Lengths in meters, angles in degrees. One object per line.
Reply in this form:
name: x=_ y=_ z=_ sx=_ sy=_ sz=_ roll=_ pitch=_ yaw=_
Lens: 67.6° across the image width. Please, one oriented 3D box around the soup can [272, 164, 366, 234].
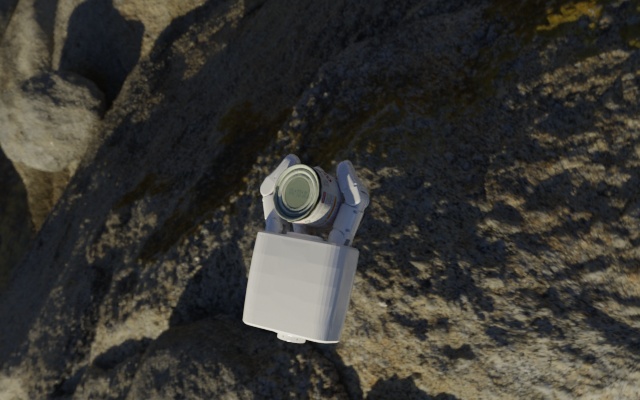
soup can: x=0.000 y=0.001 z=0.563 sx=0.068 sy=0.068 sz=0.102 roll=0 pitch=-13 yaw=35
